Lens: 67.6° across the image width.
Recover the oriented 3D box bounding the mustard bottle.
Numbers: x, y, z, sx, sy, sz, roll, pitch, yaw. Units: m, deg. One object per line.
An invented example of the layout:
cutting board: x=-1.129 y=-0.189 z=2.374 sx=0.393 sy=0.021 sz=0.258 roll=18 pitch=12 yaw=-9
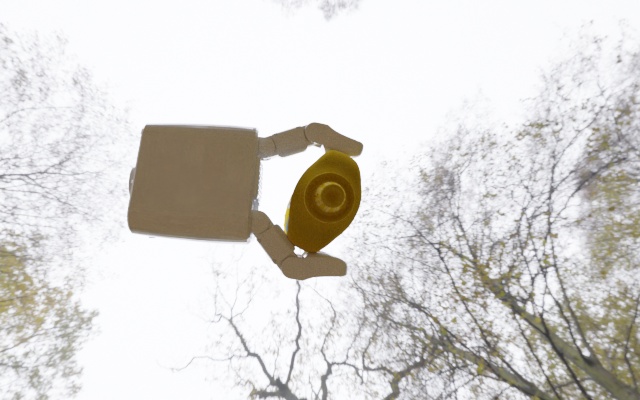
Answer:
mustard bottle: x=0.000 y=0.002 z=0.453 sx=0.058 sy=0.096 sz=0.191 roll=28 pitch=-5 yaw=-3
